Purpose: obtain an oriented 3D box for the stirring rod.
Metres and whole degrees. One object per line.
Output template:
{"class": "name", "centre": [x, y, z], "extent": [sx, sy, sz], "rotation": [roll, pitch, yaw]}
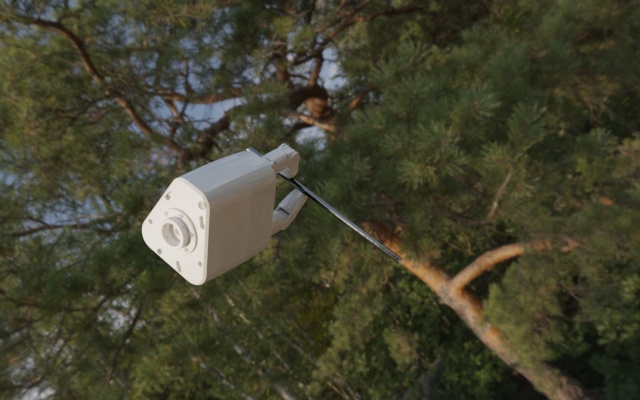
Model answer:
{"class": "stirring rod", "centre": [0.000, 0.002, 0.590], "extent": [0.239, 0.011, 0.011], "rotation": [36, 11, 15]}
